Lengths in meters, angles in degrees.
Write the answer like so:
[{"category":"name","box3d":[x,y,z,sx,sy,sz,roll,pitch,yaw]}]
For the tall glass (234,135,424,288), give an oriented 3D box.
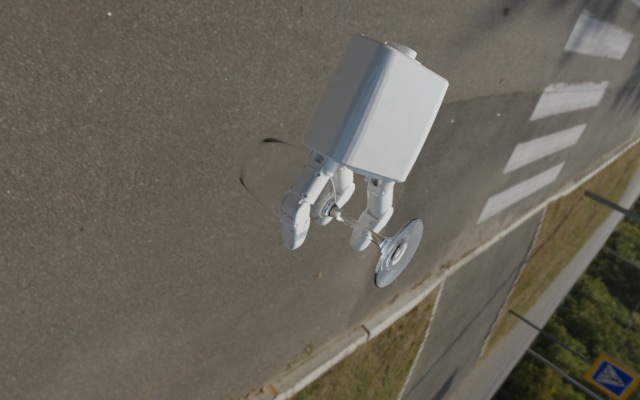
[{"category":"tall glass","box3d":[0.000,0.002,0.485,0.201,0.079,0.079,33,17,29]}]
